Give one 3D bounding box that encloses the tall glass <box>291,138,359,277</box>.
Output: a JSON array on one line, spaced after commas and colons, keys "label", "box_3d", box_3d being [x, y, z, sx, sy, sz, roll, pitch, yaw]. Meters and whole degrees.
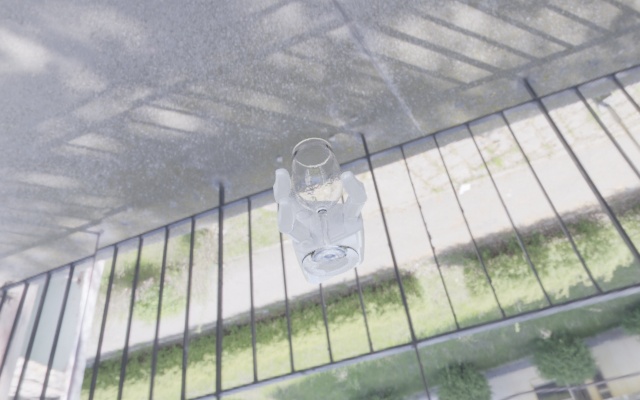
[{"label": "tall glass", "box_3d": [0.000, 0.003, 0.672, 0.079, 0.200, 0.079, -6, -39, -5]}]
